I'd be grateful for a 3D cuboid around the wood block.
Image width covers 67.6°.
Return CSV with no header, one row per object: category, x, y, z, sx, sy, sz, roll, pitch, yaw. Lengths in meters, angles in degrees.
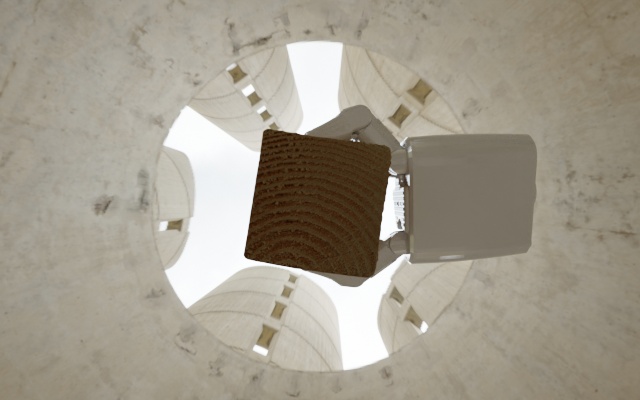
wood block,0.000,0.002,0.417,0.090,0.091,0.206,8,0,1
